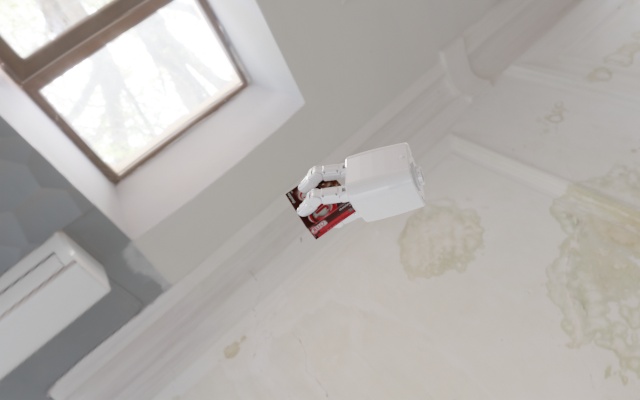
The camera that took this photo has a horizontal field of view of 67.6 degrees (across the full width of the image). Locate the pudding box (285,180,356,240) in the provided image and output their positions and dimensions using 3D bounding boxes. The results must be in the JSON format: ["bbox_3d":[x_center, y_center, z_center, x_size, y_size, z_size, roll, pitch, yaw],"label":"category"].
[{"bbox_3d":[0.000,0.003,0.835,0.090,0.039,0.113,-35,40,-2],"label":"pudding box"}]
